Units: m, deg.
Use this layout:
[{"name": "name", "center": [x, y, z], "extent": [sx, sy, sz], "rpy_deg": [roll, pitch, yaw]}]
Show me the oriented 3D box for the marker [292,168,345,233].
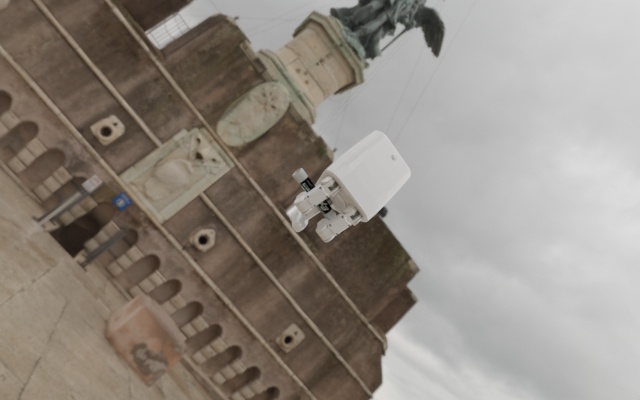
[{"name": "marker", "center": [0.000, 0.002, 0.741], "extent": [0.020, 0.121, 0.020], "rpy_deg": [-35, 15, 11]}]
